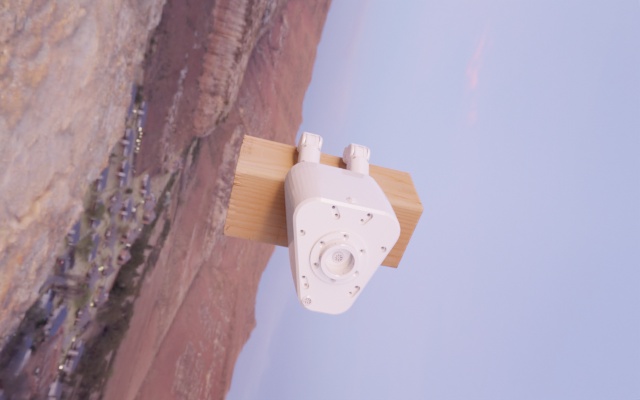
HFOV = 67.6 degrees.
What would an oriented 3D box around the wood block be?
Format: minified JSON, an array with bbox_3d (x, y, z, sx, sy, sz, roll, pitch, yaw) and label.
[{"bbox_3d":[0.000,0.002,0.560,0.206,0.091,0.090,12,30,-10],"label":"wood block"}]
